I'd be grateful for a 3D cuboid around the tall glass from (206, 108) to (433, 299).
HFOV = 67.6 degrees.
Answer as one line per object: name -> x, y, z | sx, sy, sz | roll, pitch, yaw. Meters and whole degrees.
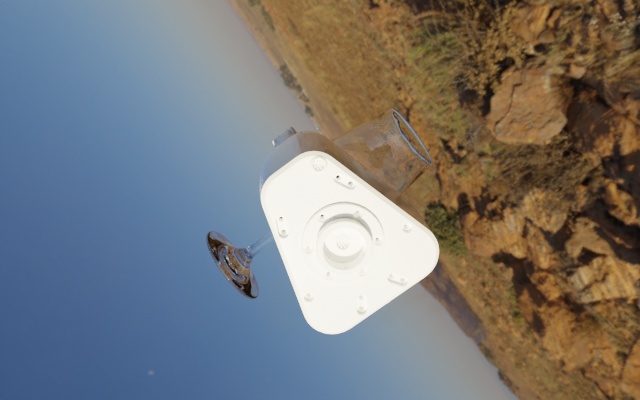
tall glass -> -0.001, 0.002, 0.429 | 0.201, 0.079, 0.079 | -36, -3, 4
